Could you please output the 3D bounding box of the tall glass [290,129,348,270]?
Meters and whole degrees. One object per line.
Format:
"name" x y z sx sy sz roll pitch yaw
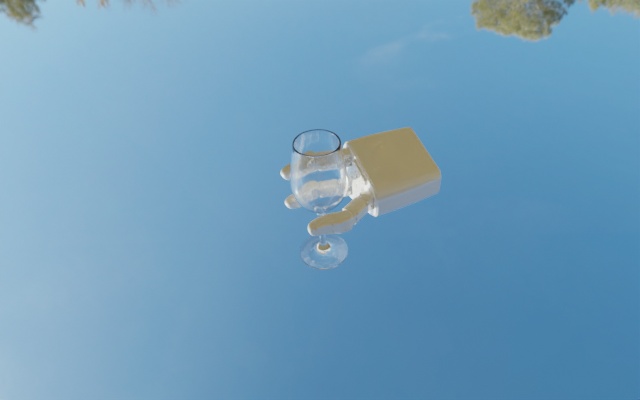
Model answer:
"tall glass" 0.000 0.003 0.663 0.079 0.201 0.079 -2 41 2
